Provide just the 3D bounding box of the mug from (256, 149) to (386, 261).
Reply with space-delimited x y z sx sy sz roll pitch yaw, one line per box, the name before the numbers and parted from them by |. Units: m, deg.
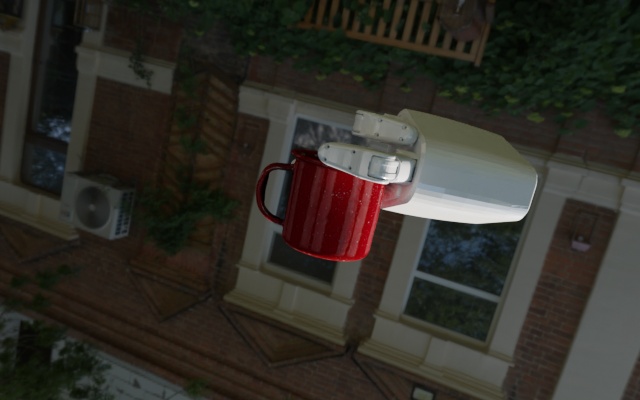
mug | -0.001 0.001 0.427 0.117 0.081 0.093 11 11 -7
